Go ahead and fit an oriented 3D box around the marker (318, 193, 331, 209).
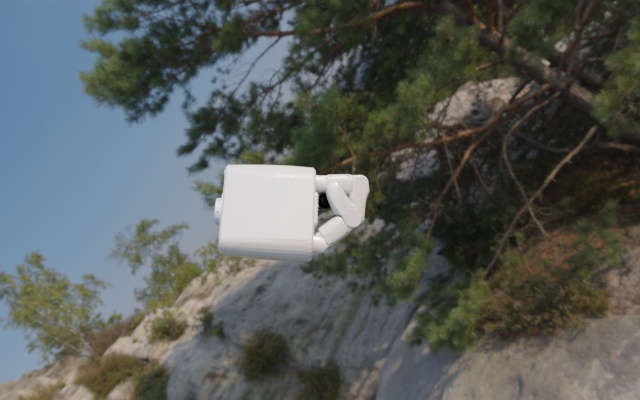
[{"bbox_3d":[0.000,0.002,0.617,0.020,0.020,0.121,0,-1,-5],"label":"marker"}]
